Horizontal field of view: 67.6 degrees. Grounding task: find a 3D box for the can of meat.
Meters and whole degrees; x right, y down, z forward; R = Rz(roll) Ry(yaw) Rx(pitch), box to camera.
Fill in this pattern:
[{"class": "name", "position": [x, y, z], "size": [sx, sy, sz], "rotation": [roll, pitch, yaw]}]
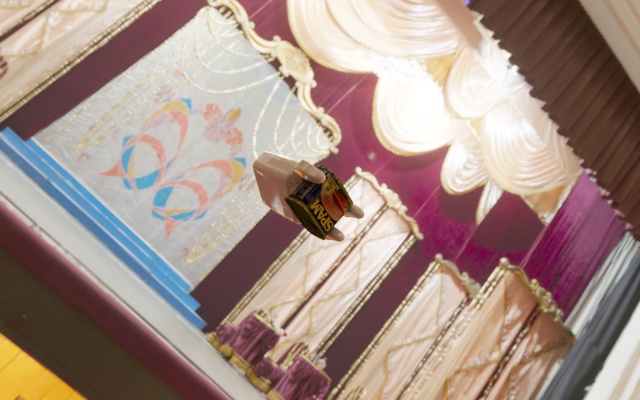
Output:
[{"class": "can of meat", "position": [0.000, 0.002, 0.811], "size": [0.057, 0.084, 0.102], "rotation": [23, -26, 45]}]
